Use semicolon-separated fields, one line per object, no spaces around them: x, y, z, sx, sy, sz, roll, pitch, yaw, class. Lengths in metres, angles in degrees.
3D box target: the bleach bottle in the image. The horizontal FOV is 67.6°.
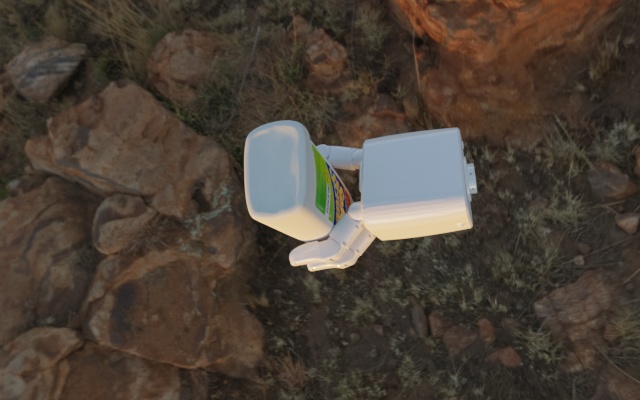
0.000;0.002;0.558;0.068;0.102;0.251;-8;-17;19;bleach bottle
